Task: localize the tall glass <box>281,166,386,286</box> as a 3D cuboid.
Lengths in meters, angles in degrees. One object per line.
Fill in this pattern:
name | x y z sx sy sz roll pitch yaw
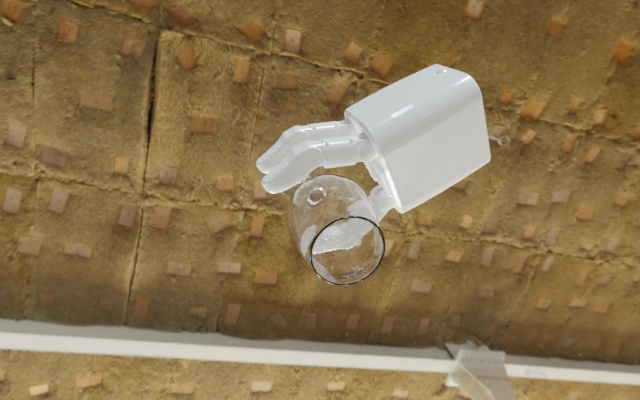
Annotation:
tall glass | 0.000 0.001 0.460 0.079 0.079 0.201 0 23 -14
